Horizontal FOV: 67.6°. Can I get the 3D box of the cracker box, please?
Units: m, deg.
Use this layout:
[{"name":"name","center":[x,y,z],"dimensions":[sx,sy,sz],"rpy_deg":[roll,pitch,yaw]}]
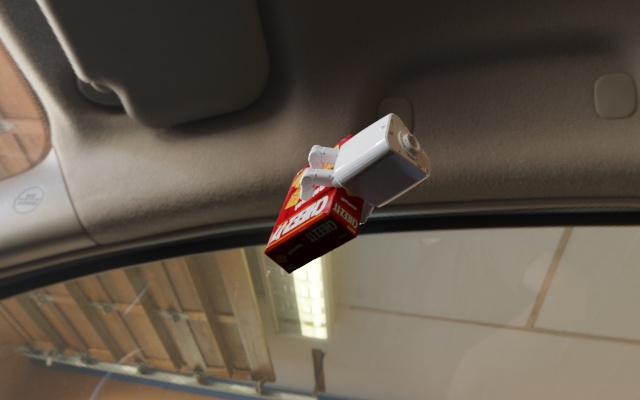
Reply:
[{"name":"cracker box","center":[0.000,0.003,0.835],"dimensions":[0.072,0.213,0.164],"rpy_deg":[41,-51,-20]}]
